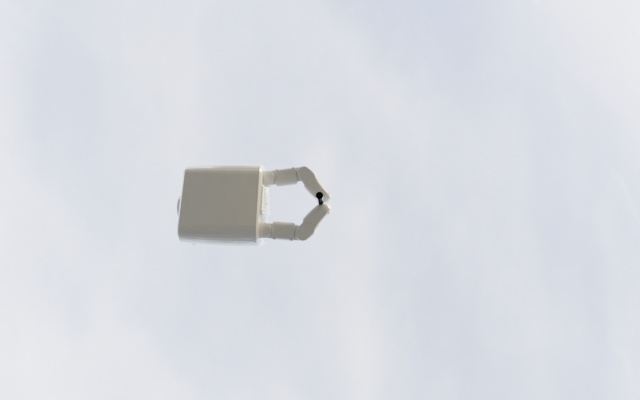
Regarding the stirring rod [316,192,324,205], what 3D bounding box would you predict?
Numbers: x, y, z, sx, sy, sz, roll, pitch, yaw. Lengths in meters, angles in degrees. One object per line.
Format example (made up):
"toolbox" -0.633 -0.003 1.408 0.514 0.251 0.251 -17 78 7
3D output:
"stirring rod" 0.000 0.002 0.622 0.011 0.011 0.239 0 -3 1
